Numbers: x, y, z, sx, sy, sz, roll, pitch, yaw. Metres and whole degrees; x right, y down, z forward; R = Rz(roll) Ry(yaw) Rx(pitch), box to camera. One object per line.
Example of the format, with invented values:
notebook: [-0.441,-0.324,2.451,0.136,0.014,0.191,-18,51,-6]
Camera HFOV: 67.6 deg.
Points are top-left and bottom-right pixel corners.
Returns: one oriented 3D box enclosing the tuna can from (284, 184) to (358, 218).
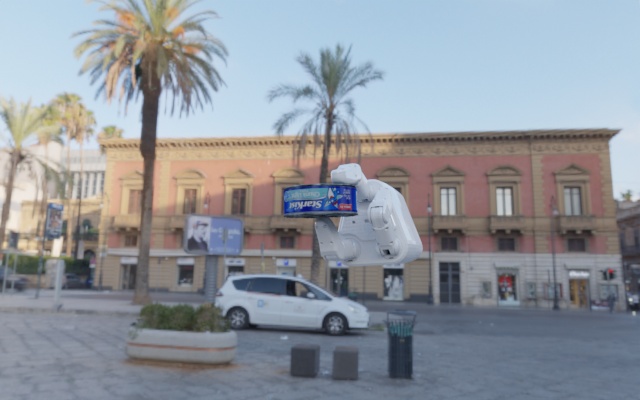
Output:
tuna can: [0.000,0.001,0.549,0.086,0.033,0.086,-2,-5,0]
